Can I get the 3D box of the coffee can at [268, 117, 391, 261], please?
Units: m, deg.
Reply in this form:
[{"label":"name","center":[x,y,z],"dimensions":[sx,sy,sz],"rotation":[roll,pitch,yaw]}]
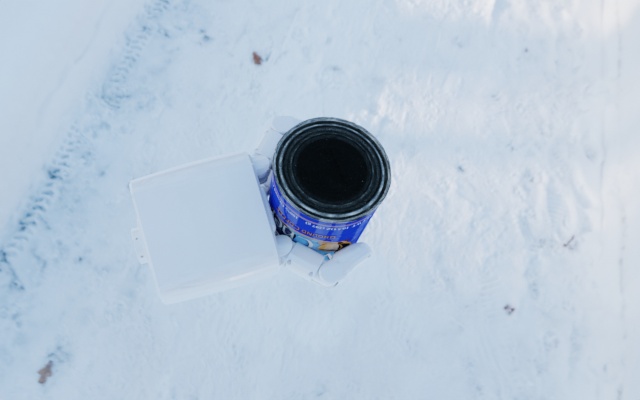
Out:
[{"label":"coffee can","center":[0.000,0.002,0.464],"dimensions":[0.103,0.102,0.140],"rotation":[0,-26,-10]}]
